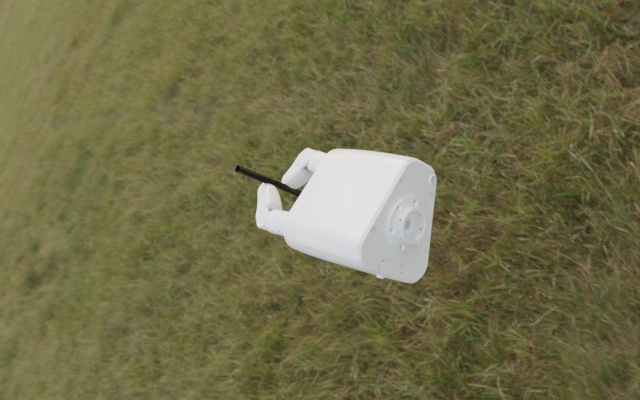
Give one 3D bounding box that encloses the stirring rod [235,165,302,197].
[{"bbox_3d":[0.000,0.002,0.577,0.239,0.011,0.011,22,-14,-38],"label":"stirring rod"}]
